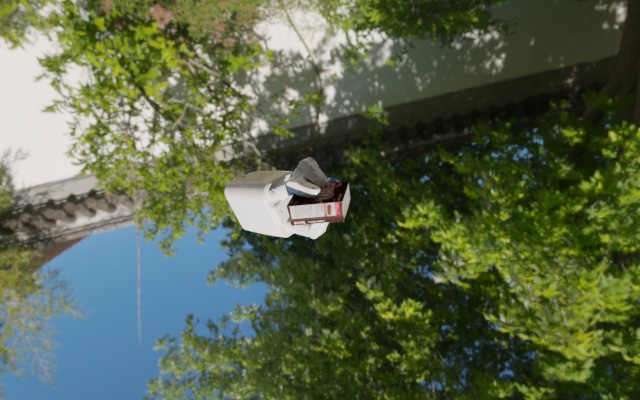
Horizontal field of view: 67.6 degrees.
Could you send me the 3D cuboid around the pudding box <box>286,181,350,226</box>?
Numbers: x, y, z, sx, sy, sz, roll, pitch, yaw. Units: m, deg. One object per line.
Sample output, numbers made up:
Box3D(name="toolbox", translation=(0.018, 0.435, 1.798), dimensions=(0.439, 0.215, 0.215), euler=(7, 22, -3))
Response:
Box3D(name="pudding box", translation=(0.000, 0.003, 0.792), dimensions=(0.090, 0.039, 0.113), euler=(-6, 20, 10))
